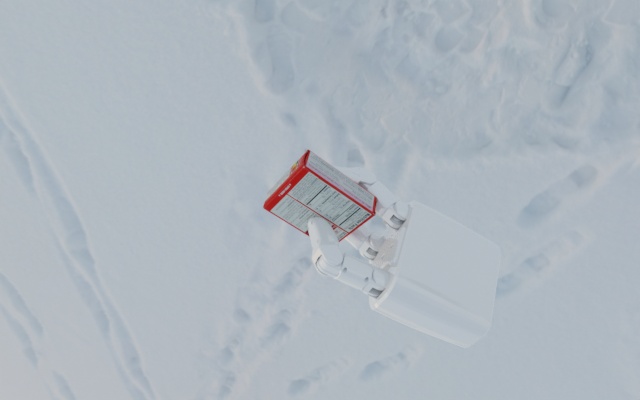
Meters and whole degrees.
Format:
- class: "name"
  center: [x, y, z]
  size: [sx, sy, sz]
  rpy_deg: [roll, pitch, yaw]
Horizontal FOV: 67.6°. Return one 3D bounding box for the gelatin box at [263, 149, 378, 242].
- class: "gelatin box"
  center: [0.000, 0.002, 0.475]
  size: [0.089, 0.030, 0.073]
  rpy_deg: [33, -50, -18]
